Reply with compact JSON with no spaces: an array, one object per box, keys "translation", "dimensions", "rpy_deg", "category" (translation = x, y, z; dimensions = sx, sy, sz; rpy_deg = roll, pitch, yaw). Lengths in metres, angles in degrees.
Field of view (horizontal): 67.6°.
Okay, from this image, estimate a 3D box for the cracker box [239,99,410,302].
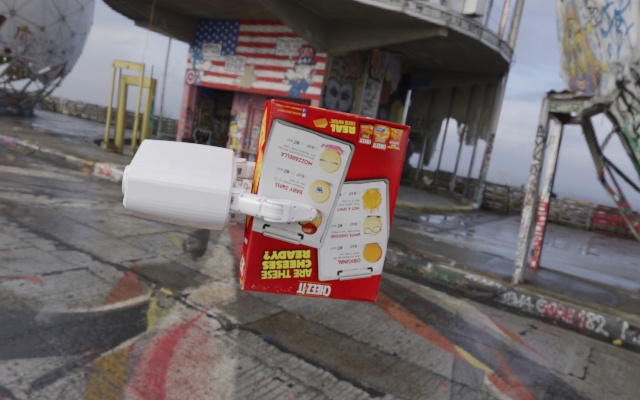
[{"translation":[0.000,0.002,0.566],"dimensions":[0.164,0.214,0.072],"rpy_deg":[8,8,-14],"category":"cracker box"}]
